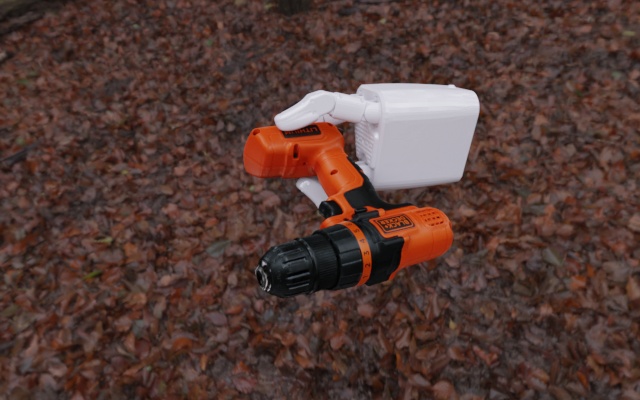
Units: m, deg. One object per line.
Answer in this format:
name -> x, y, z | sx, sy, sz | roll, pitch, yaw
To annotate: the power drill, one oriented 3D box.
power drill -> 0.000, 0.001, 0.433 | 0.184, 0.057, 0.187 | -9, 44, -32
